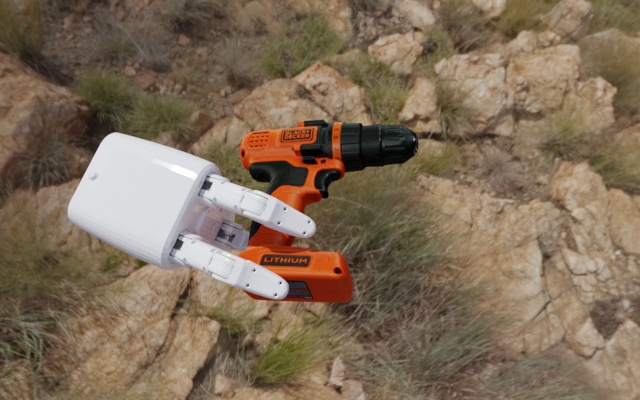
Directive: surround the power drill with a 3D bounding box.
[{"bbox_3d":[0.000,0.002,0.455,0.184,0.187,0.057,-3,-38,14],"label":"power drill"}]
